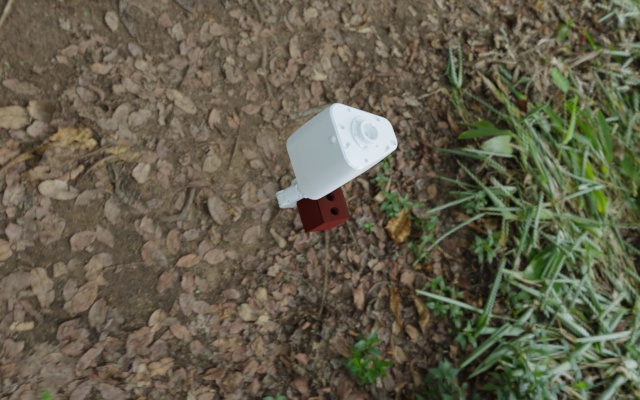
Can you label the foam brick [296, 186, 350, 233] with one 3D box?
[{"bbox_3d":[0.000,0.003,0.709,0.053,0.078,0.051,-9,-13,-39],"label":"foam brick"}]
